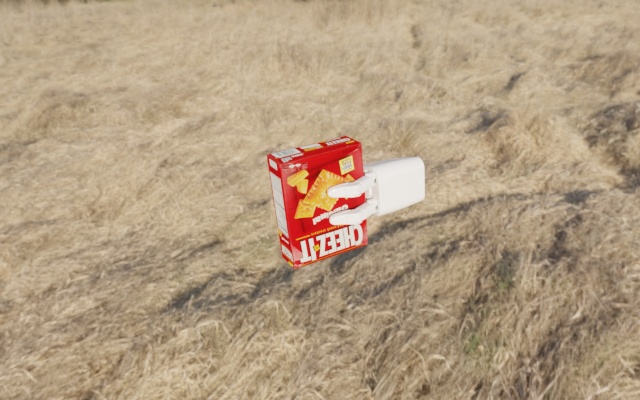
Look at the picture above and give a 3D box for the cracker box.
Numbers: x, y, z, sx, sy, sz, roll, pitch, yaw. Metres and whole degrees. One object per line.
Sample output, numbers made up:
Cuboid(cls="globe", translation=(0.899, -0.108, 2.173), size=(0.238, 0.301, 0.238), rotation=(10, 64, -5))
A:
Cuboid(cls="cracker box", translation=(0.000, 0.003, 0.893), size=(0.164, 0.214, 0.072), rotation=(-16, 26, -21))
